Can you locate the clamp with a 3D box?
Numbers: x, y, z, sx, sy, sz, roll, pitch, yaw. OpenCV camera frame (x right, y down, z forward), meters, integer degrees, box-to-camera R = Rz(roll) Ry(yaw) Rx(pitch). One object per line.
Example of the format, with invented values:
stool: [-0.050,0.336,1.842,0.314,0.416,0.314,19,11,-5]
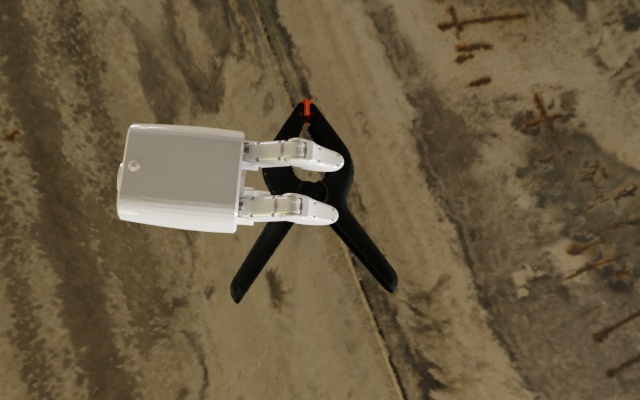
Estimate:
clamp: [0.000,0.001,0.484,0.164,0.210,0.036,6,-14,-11]
